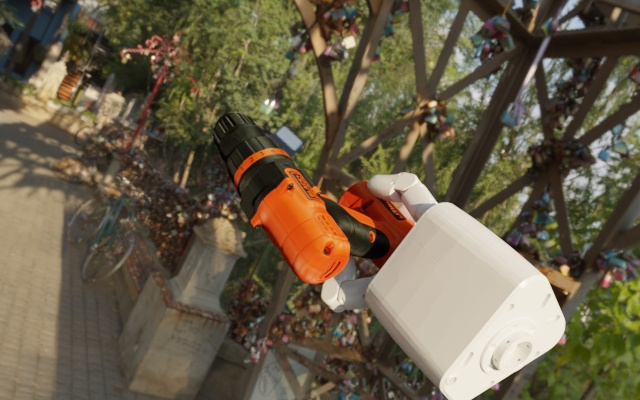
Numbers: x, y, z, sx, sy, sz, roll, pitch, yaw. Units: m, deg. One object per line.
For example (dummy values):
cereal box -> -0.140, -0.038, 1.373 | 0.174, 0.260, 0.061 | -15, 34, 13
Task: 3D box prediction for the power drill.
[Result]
power drill -> 0.001, 0.002, 0.443 | 0.188, 0.057, 0.184 | 14, 33, -51
